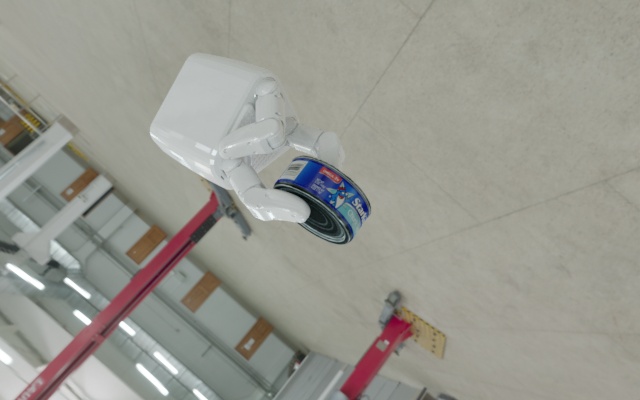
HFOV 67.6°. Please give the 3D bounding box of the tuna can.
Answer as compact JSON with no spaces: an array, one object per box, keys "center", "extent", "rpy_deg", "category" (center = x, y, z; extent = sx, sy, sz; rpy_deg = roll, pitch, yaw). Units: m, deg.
[{"center":[0.000,0.002,0.425],"extent":[0.086,0.033,0.086],"rpy_deg":[31,-22,14],"category":"tuna can"}]
